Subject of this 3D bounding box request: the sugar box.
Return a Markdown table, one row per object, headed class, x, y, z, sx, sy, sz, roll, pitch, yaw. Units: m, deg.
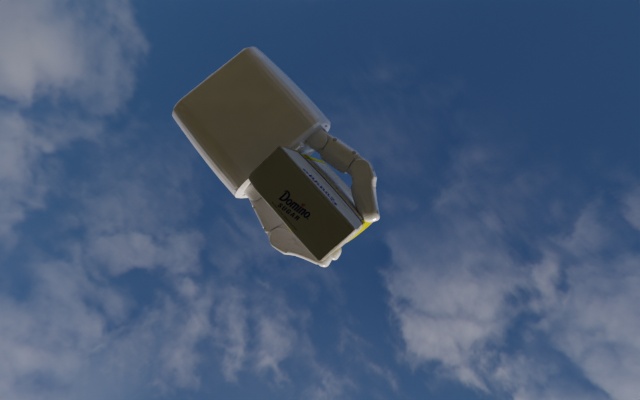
| class | x | y | z | sx | sy | sz | roll | pitch | yaw |
| --- | --- | --- | --- | --- | --- | --- | --- | --- | --- |
| sugar box | 0.000 | 0.002 | 0.458 | 0.048 | 0.093 | 0.176 | -43 | -8 | 11 |
